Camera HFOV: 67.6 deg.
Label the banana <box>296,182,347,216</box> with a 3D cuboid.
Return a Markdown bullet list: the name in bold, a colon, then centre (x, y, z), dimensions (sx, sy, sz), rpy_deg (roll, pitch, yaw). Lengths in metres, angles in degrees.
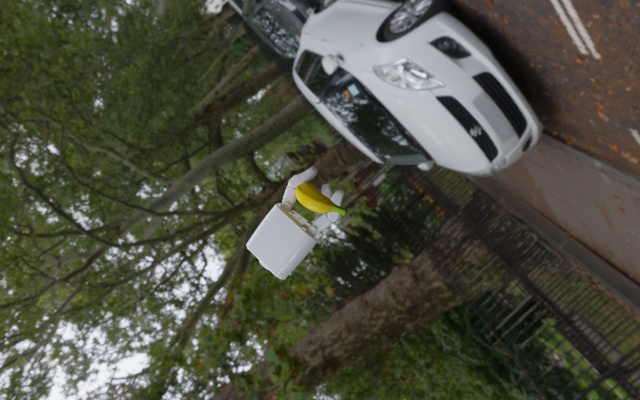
- **banana**: centre (-0.014, -0.005, 0.890), dimensions (0.070, 0.037, 0.197), rpy_deg (29, 4, -20)
